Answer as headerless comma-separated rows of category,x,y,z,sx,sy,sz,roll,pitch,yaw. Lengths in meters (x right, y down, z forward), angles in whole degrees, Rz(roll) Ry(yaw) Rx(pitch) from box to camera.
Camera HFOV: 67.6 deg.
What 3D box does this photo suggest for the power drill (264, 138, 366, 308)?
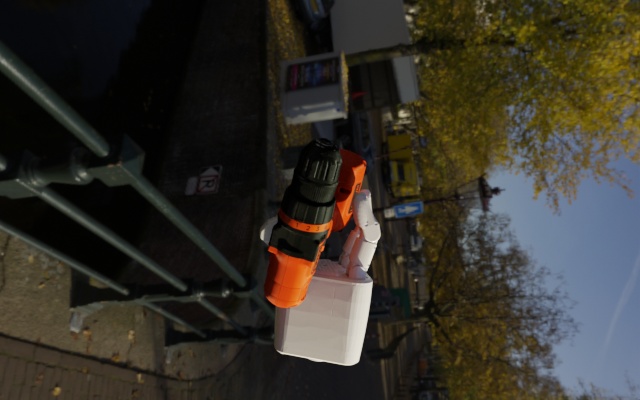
power drill,0.000,0.002,0.530,0.057,0.184,0.187,22,26,10
